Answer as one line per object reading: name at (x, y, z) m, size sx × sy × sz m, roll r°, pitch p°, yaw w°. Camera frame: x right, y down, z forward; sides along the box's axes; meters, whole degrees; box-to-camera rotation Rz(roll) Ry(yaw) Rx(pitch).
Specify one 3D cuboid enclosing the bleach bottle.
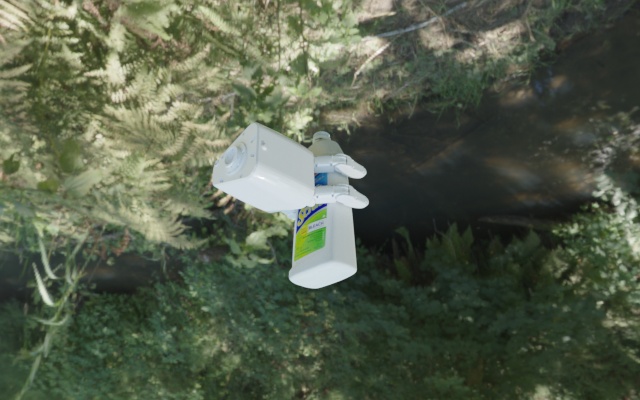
bleach bottle at (0.000, 0.002, 0.751) m, size 0.102 × 0.250 × 0.068 m, roll -28°, pitch -39°, yaw 36°
